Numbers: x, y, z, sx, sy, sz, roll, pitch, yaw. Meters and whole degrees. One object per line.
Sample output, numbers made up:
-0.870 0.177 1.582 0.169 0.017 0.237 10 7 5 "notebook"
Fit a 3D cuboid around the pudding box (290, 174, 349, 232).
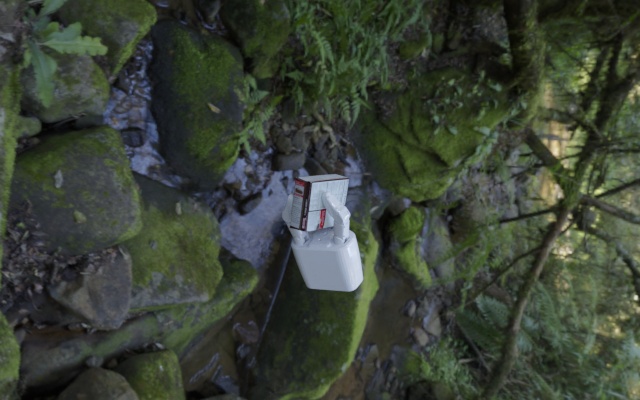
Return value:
0.000 0.003 0.829 0.039 0.090 0.113 15 14 35 "pudding box"
